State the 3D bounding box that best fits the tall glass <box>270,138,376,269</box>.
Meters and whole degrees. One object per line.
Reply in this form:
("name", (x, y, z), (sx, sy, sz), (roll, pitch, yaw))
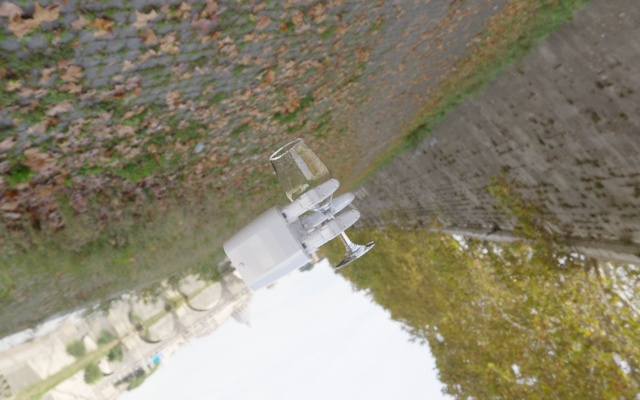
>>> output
("tall glass", (0.001, 0.003, 0.745), (0.079, 0.201, 0.079), (-33, -1, -1))
